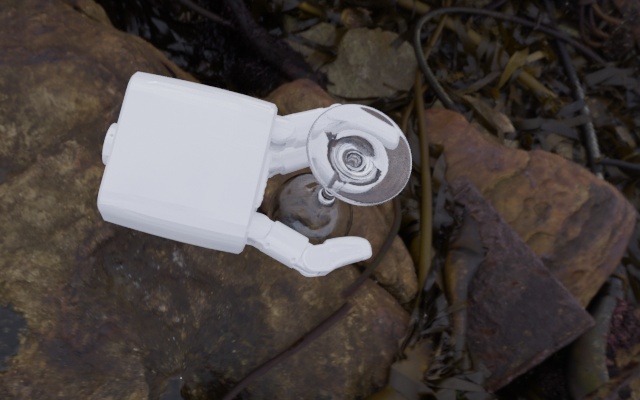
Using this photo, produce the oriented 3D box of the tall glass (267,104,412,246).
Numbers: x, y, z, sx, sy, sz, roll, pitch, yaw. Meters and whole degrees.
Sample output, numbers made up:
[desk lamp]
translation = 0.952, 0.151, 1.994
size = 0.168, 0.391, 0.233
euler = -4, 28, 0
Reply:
[tall glass]
translation = 0.000, 0.001, 0.406
size = 0.079, 0.079, 0.201
euler = 0, -20, -16
